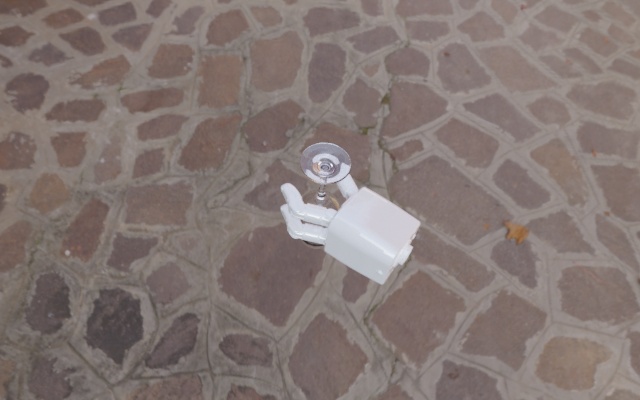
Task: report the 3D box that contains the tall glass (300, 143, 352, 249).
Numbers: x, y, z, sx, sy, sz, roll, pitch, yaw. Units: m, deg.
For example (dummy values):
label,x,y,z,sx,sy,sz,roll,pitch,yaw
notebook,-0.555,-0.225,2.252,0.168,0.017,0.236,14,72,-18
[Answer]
label,x,y,z,sx,sy,sz,roll,pitch,yaw
tall glass,0.000,0.002,0.760,0.079,0.079,0.201,0,-34,-5
